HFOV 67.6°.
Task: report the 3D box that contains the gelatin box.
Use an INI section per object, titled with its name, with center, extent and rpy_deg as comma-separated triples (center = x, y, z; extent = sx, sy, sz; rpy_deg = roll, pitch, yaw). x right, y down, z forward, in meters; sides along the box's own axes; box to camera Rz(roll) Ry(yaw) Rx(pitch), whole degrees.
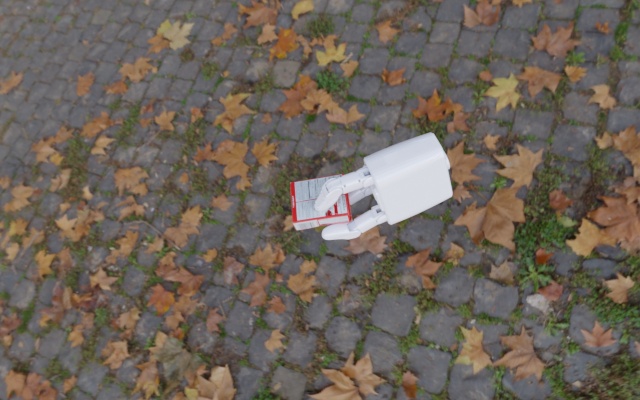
[gelatin box]
center = 0.000, 0.002, 0.734
extent = 0.089, 0.073, 0.030
rpy_deg = -9, -30, 6
